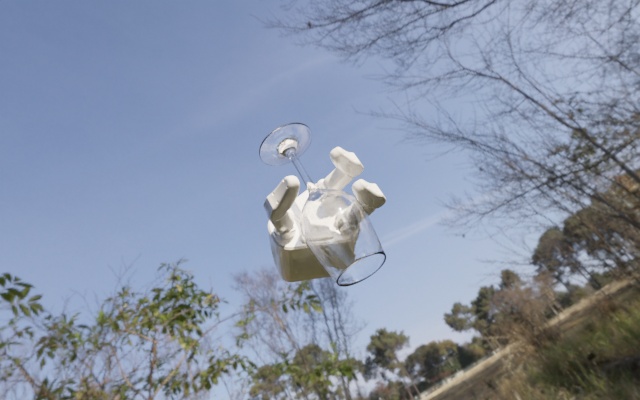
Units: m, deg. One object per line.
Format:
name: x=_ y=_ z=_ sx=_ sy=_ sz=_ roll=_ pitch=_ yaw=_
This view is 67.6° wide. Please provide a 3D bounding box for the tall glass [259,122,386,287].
tall glass: x=0.000 y=0.001 z=0.564 sx=0.079 sy=0.201 sz=0.079 roll=-23 pitch=-31 yaw=-15
